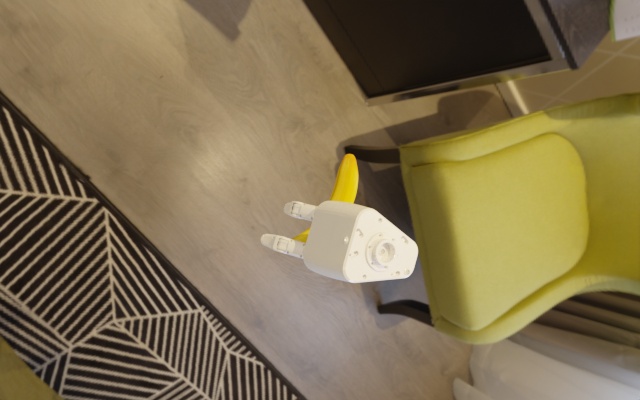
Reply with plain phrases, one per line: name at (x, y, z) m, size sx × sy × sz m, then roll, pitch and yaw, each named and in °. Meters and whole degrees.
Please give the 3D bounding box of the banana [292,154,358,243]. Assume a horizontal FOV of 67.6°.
banana at (0.010, 0.017, 0.747) m, size 0.070 × 0.197 × 0.037 m, roll 46°, pitch -16°, yaw -20°
